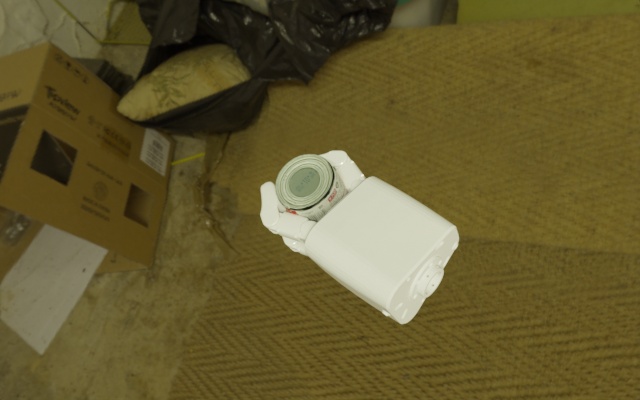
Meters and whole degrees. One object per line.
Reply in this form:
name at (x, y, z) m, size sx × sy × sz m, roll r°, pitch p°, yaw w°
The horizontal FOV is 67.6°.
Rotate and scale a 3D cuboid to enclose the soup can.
soup can at (0.000, 0.001, 0.536) m, size 0.068 × 0.068 × 0.102 m, roll 0°, pitch -26°, yaw 23°
